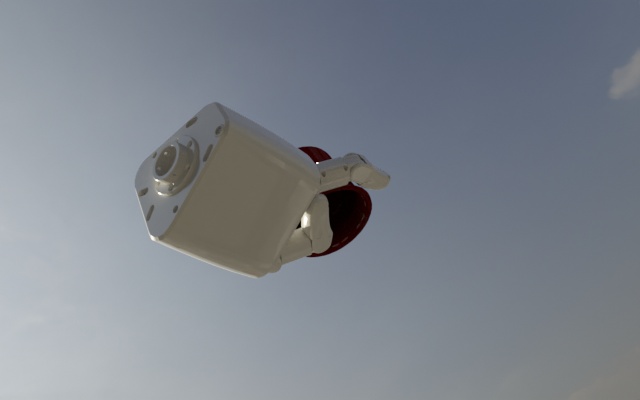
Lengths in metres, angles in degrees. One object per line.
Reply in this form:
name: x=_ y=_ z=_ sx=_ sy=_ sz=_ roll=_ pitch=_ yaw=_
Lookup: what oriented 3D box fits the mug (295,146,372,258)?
mug: x=0.001 y=0.002 z=0.503 sx=0.117 sy=0.093 sz=0.081 roll=29 pitch=19 yaw=-47
